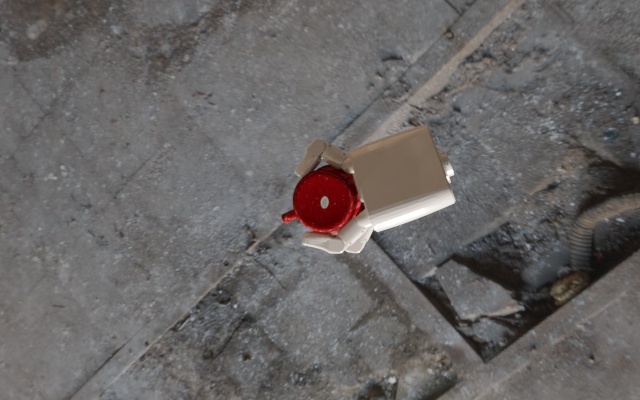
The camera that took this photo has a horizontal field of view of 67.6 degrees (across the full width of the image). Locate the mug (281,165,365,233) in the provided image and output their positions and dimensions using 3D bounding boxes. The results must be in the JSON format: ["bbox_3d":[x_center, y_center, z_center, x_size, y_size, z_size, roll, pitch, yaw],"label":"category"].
[{"bbox_3d":[-0.001,0.003,0.644,0.117,0.093,0.081,-21,0,14],"label":"mug"}]
